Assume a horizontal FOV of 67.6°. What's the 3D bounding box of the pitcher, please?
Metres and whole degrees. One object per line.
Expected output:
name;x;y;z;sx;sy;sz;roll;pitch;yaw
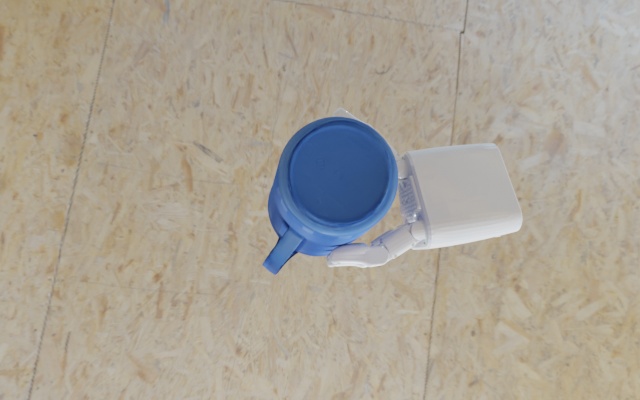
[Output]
pitcher;0.000;0.002;0.528;0.145;0.149;0.243;-6;-7;-6
